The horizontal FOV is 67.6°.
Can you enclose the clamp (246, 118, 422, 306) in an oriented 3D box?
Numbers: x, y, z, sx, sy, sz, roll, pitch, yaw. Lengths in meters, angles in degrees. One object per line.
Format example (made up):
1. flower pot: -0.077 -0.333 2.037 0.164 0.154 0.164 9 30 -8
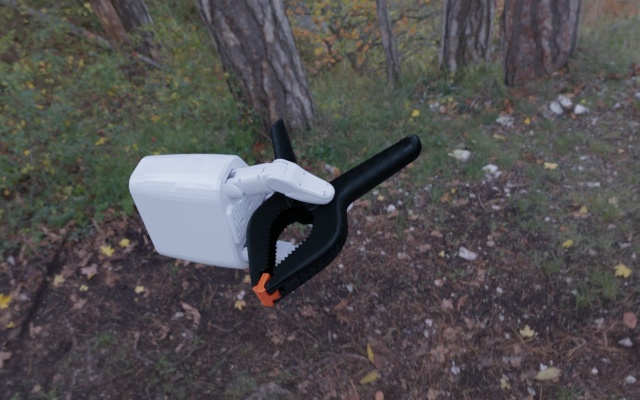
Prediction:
1. clamp: 0.000 0.001 0.445 0.164 0.209 0.036 4 -37 20
